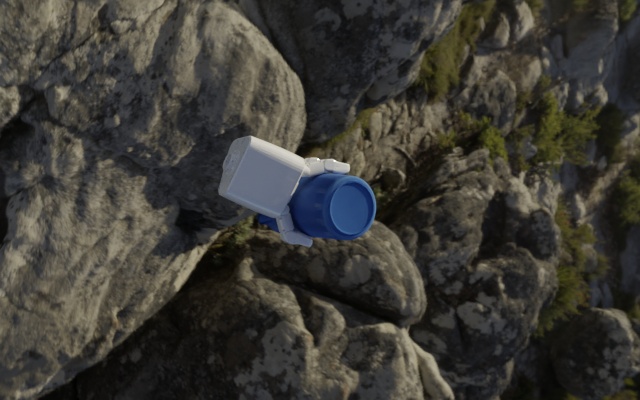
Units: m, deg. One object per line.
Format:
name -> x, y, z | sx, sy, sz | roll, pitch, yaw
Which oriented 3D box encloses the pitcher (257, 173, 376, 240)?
pitcher -> 0.000, 0.003, 0.888 | 0.145, 0.149, 0.243 | 24, -10, -29
